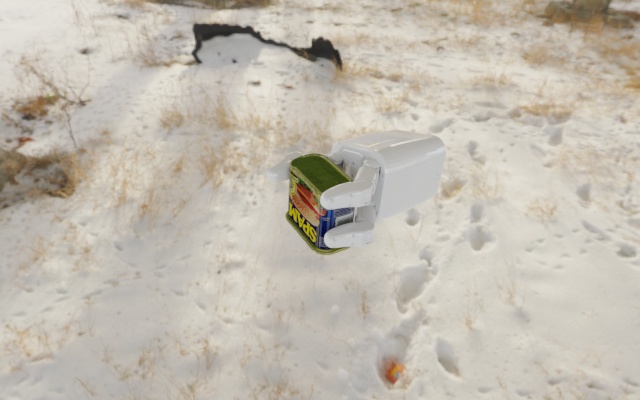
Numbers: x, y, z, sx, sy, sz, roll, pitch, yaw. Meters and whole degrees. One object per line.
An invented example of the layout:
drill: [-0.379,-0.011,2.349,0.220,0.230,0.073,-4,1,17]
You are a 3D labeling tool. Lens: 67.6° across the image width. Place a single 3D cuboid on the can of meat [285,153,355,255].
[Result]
can of meat: [0.000,0.002,0.583,0.057,0.084,0.102,-16,39,-27]
